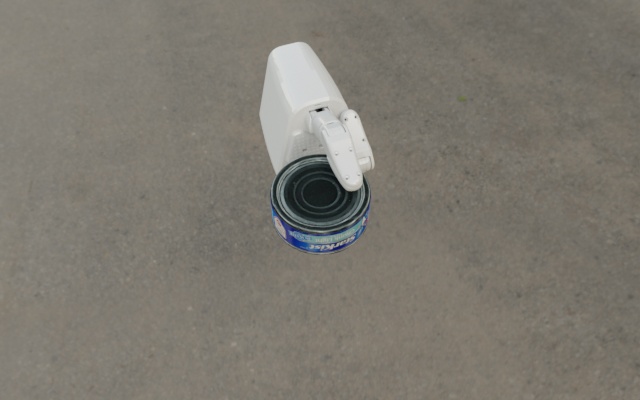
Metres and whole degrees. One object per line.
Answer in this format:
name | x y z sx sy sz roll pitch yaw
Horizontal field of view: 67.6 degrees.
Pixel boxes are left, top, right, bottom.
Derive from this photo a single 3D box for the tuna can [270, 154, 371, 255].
tuna can | 0.000 0.001 0.408 0.086 0.086 0.034 0 -36 0
